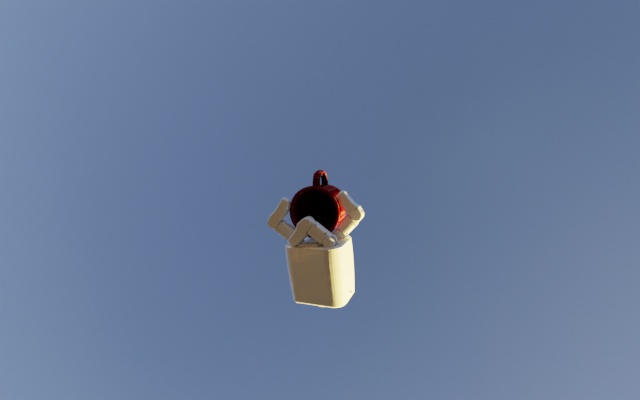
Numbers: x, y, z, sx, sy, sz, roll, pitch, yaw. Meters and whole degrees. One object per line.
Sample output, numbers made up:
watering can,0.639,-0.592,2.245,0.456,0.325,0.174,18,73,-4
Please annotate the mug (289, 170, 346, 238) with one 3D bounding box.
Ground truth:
mug,0.000,0.001,0.870,0.093,0.117,0.081,-1,8,18
